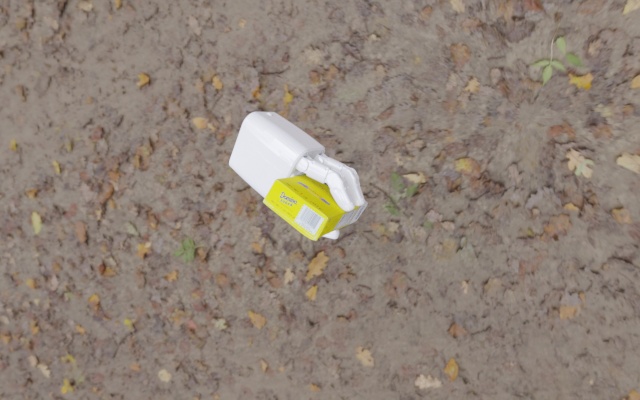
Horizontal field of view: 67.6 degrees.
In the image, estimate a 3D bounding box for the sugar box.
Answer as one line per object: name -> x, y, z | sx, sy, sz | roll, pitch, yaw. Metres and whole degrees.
sugar box -> 0.000, 0.002, 0.707 | 0.093, 0.048, 0.176 | 37, 21, 14
